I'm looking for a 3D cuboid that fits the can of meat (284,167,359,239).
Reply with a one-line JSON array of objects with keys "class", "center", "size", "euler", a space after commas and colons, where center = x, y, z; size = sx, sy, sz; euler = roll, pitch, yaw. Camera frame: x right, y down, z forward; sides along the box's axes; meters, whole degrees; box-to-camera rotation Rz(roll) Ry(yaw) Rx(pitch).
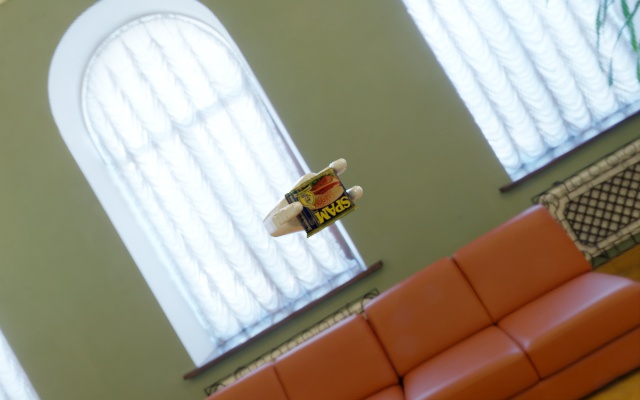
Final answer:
[{"class": "can of meat", "center": [0.000, 0.002, 0.813], "size": [0.102, 0.084, 0.057], "euler": [-30, -2, -26]}]
